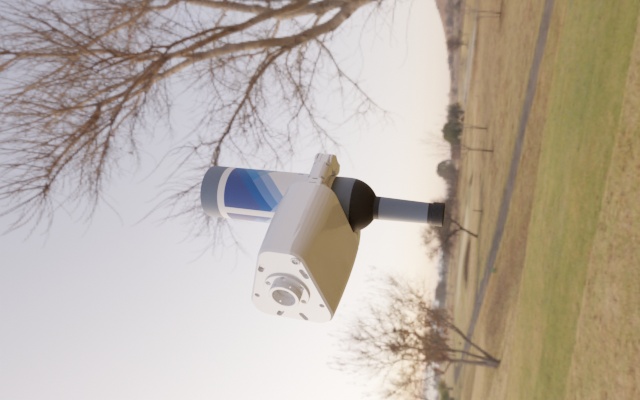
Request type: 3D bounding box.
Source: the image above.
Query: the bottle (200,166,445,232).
[{"bbox_3d":[0.000,0.002,0.585,0.295,0.069,0.069,6,2,16],"label":"bottle"}]
